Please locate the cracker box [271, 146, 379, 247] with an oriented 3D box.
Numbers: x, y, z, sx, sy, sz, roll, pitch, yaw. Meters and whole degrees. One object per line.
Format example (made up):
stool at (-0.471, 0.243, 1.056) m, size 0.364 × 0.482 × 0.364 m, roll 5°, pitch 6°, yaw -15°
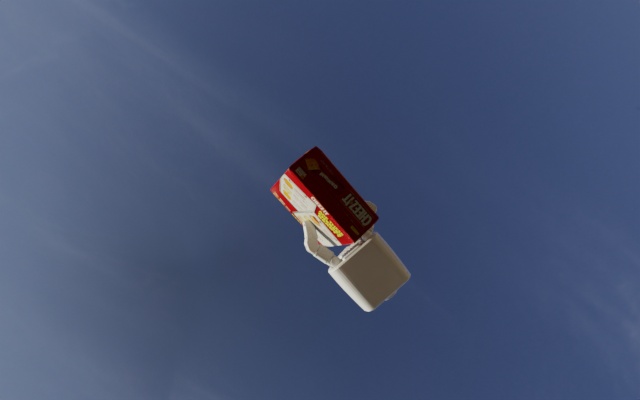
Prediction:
cracker box at (0.000, 0.003, 0.874) m, size 0.072 × 0.164 × 0.214 m, roll -43°, pitch 4°, yaw -16°
